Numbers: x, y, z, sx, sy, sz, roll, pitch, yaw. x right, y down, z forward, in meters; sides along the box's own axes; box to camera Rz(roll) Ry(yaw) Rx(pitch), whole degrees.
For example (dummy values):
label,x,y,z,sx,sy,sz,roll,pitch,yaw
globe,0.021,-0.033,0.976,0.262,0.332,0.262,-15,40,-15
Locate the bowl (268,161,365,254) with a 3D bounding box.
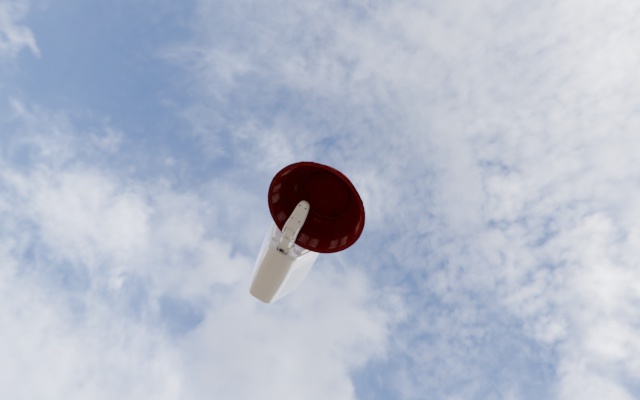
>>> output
label,x,y,z,sx,sy,sz,roll,pitch,yaw
bowl,0.001,0.001,0.754,0.162,0.162,0.055,0,28,24
